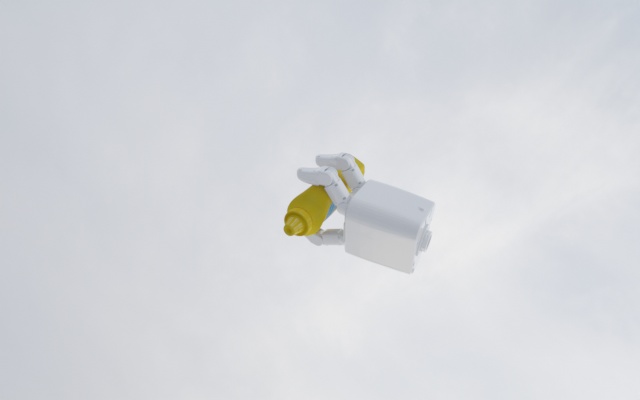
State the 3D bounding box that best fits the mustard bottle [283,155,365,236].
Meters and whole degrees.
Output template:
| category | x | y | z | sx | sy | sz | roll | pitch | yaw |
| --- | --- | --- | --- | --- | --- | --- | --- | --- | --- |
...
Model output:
| category | x | y | z | sx | sy | sz | roll | pitch | yaw |
| --- | --- | --- | --- | --- | --- | --- | --- | --- | --- |
| mustard bottle | 0.000 | 0.002 | 0.729 | 0.058 | 0.096 | 0.191 | 39 | 38 | 6 |
